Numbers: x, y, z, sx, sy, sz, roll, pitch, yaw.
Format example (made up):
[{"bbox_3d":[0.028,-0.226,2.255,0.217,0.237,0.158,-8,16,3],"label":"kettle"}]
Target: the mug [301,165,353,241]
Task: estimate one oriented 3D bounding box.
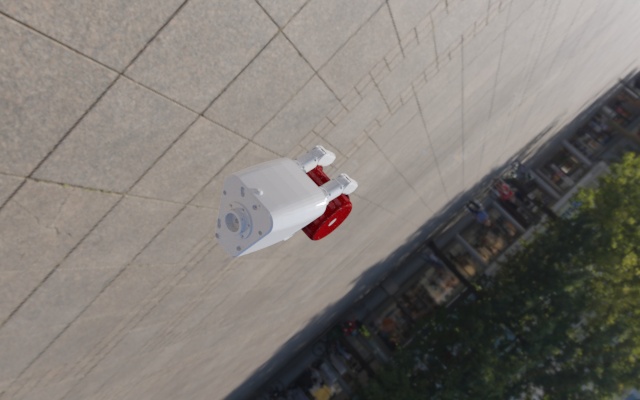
[{"bbox_3d":[0.001,0.002,0.720,0.117,0.081,0.093,-22,-26,-49],"label":"mug"}]
